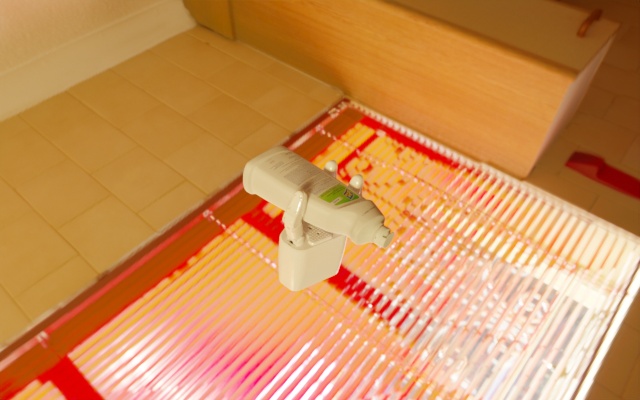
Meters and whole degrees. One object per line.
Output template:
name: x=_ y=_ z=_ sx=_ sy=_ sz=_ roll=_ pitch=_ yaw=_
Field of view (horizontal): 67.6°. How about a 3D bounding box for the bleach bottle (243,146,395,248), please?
bleach bottle: x=0.000 y=0.002 z=0.751 sx=0.250 sy=0.068 sz=0.102 roll=32 pitch=46 yaw=26
